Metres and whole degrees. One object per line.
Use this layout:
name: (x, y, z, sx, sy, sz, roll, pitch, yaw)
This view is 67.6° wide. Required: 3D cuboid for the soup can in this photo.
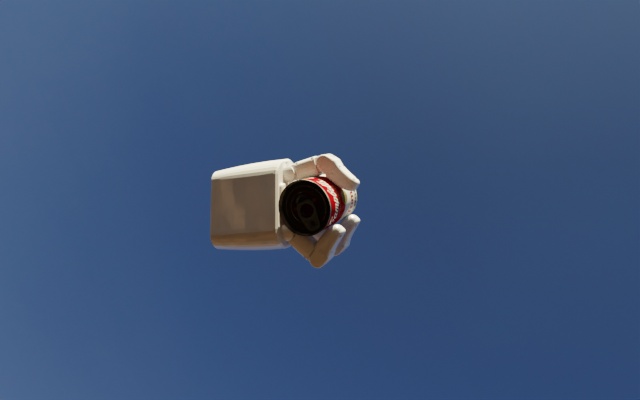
soup can: (0.001, 0.002, 0.604, 0.068, 0.068, 0.102, 0, 8, 23)
